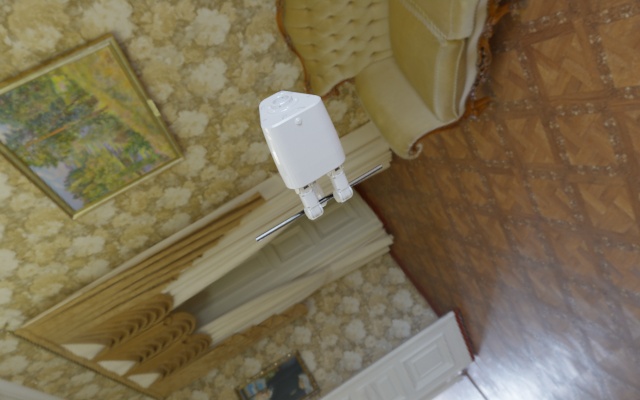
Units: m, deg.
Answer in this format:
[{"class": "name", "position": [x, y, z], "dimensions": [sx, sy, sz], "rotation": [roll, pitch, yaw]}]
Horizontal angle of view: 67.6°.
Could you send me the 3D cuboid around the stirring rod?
[{"class": "stirring rod", "position": [0.000, 0.002, 0.781], "dimensions": [0.239, 0.011, 0.011], "rotation": [-31, 6, -10]}]
